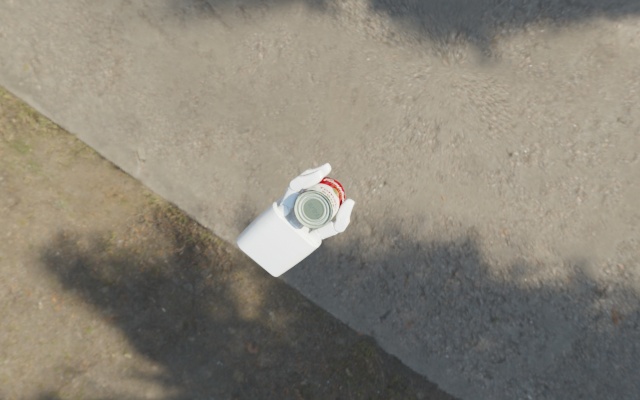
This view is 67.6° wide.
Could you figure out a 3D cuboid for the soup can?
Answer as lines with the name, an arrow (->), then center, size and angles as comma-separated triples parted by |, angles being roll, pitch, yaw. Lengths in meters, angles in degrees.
soup can -> 0.000, 0.003, 0.823 | 0.068, 0.068, 0.102 | 0, 15, 15
